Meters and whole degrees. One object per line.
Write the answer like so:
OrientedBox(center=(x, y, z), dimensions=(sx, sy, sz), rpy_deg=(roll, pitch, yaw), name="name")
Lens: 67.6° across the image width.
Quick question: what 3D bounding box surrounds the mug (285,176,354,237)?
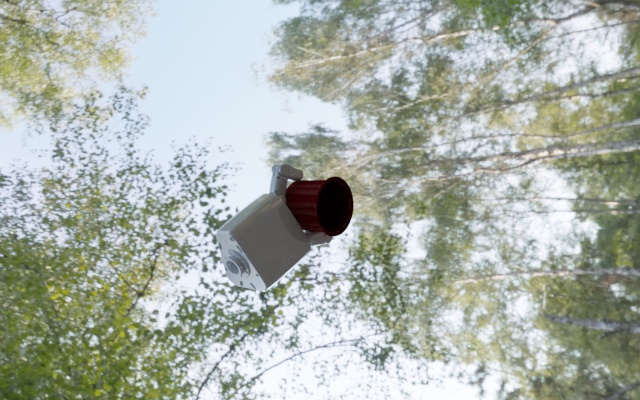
OrientedBox(center=(0.001, 0.002, 0.767), dimensions=(0.081, 0.093, 0.117), rpy_deg=(2, 30, 41), name="mug")
